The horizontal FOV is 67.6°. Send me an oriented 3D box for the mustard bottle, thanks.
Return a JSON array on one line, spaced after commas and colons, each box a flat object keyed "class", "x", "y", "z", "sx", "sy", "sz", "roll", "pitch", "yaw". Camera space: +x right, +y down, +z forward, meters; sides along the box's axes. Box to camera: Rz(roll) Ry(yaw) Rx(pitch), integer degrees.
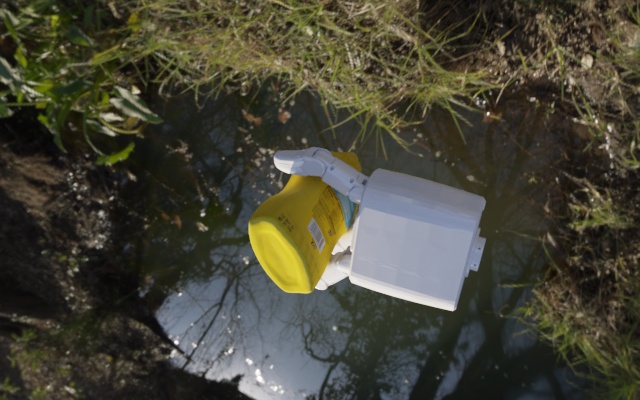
[{"class": "mustard bottle", "x": 0.000, "y": 0.002, "z": 0.515, "sx": 0.058, "sy": 0.096, "sz": 0.191, "roll": -7, "pitch": 31, "yaw": 34}]
